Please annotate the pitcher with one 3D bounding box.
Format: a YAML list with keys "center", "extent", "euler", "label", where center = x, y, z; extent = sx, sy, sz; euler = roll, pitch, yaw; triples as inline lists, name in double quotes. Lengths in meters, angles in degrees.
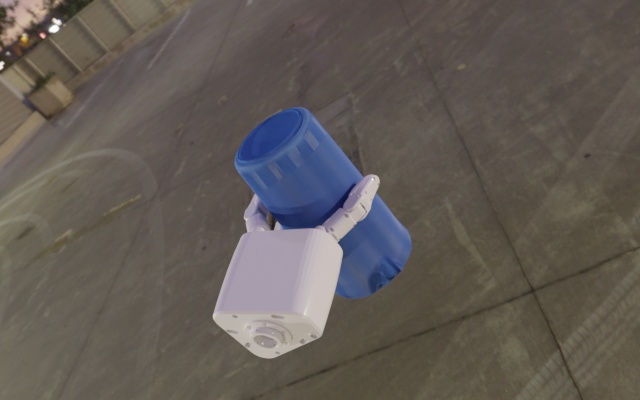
- center: [0.000, 0.002, 0.615]
  extent: [0.149, 0.145, 0.243]
  euler: [-17, -52, 32]
  label: "pitcher"
